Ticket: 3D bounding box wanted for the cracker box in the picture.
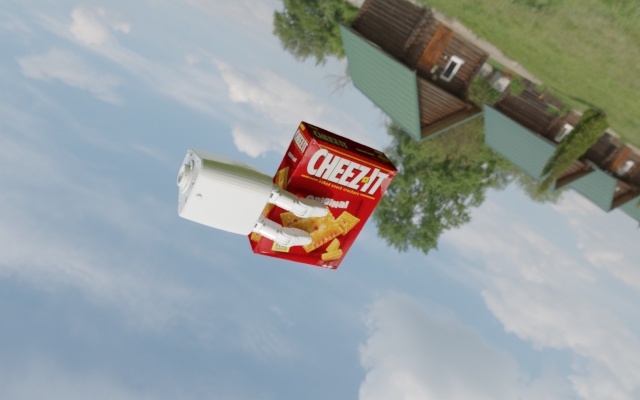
[{"bbox_3d":[0.000,0.003,0.771,0.164,0.214,0.072,17,25,-29],"label":"cracker box"}]
